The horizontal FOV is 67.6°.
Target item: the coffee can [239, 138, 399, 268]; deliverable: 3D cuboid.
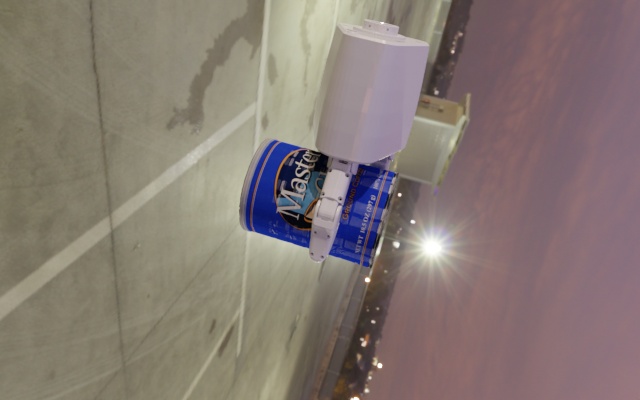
[{"bbox_3d":[0.000,0.002,0.499,0.140,0.103,0.103,16,2,9],"label":"coffee can"}]
